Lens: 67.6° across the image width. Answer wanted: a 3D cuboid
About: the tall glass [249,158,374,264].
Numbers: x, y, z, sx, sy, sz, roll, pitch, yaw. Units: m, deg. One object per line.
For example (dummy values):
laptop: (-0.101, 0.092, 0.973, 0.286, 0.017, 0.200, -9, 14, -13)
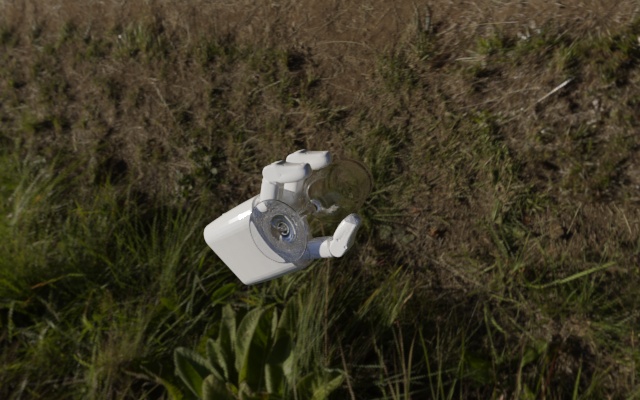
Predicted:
tall glass: (0.000, 0.002, 0.591, 0.079, 0.079, 0.201, 0, 19, 30)
